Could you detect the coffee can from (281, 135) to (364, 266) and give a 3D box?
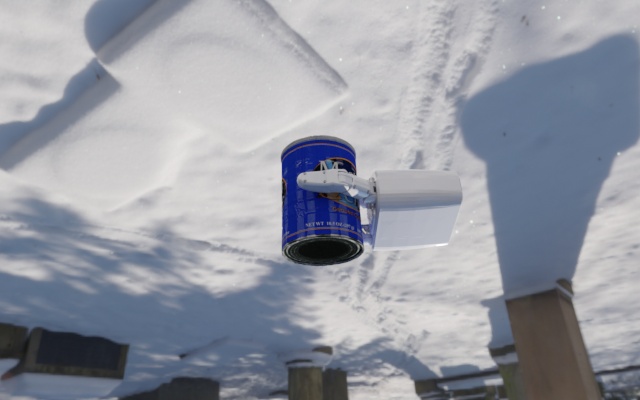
[{"bbox_3d":[0.000,0.002,0.618,0.103,0.140,0.103,-2,-27,-1],"label":"coffee can"}]
